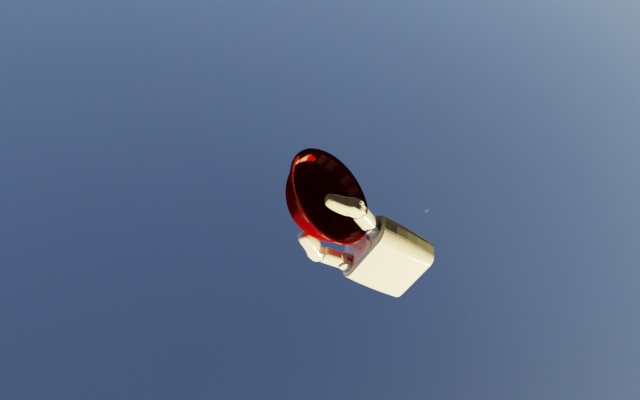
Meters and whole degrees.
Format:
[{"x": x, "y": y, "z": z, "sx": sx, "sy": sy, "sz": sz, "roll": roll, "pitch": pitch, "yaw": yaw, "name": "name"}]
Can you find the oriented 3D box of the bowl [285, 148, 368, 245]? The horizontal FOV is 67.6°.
[{"x": -0.001, "y": 0.002, "z": 0.736, "sx": 0.162, "sy": 0.162, "sz": 0.055, "roll": 0, "pitch": -25, "yaw": -48, "name": "bowl"}]
